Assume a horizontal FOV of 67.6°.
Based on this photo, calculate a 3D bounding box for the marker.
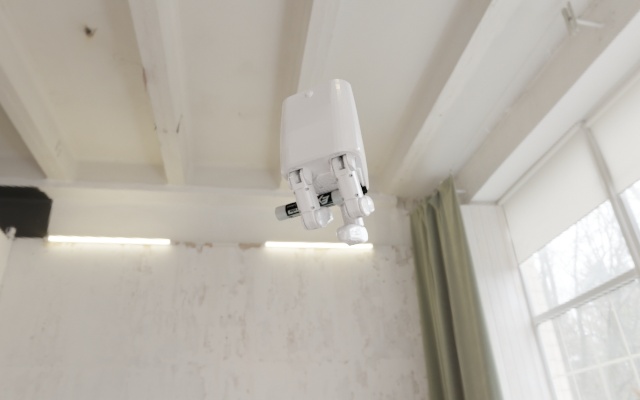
[{"bbox_3d":[0.000,0.002,0.585,0.121,0.020,0.020,-16,-6,22],"label":"marker"}]
